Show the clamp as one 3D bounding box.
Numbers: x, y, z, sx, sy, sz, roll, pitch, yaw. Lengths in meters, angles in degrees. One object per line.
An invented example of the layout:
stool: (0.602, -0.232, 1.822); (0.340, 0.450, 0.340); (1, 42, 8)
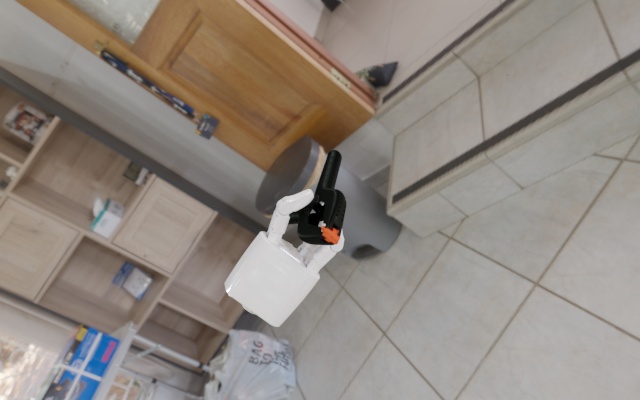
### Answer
clamp: (0.000, 0.002, 0.751); (0.036, 0.164, 0.210); (36, 4, -24)
